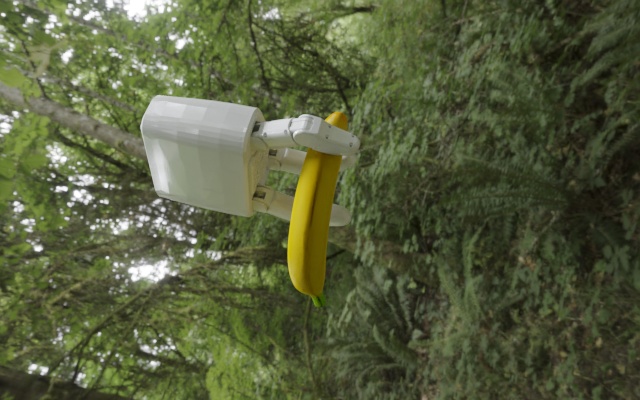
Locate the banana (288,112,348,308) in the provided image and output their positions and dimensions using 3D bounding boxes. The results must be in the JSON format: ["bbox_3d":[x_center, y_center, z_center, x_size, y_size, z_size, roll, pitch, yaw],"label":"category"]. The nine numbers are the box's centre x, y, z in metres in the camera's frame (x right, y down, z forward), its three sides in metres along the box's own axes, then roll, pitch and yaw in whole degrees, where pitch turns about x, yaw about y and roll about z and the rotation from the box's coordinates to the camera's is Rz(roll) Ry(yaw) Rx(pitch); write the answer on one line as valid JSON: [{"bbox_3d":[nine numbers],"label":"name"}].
[{"bbox_3d":[-0.003,0.002,0.455,0.037,0.198,0.069,7,-6,10],"label":"banana"}]
